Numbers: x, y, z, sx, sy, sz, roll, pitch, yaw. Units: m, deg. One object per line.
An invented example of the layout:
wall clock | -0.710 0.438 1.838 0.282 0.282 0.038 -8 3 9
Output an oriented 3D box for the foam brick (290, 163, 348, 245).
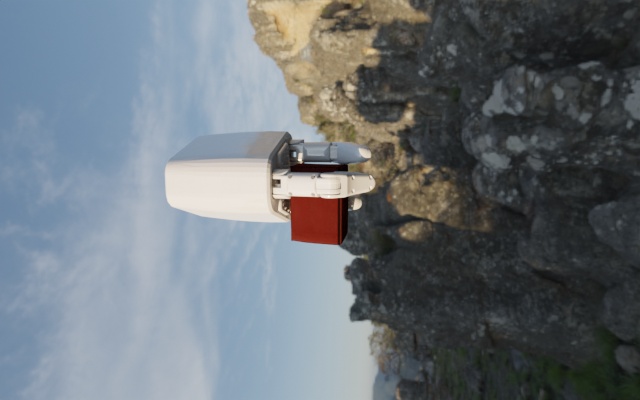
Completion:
foam brick | 0.000 0.002 0.491 0.051 0.078 0.053 1 8 11
